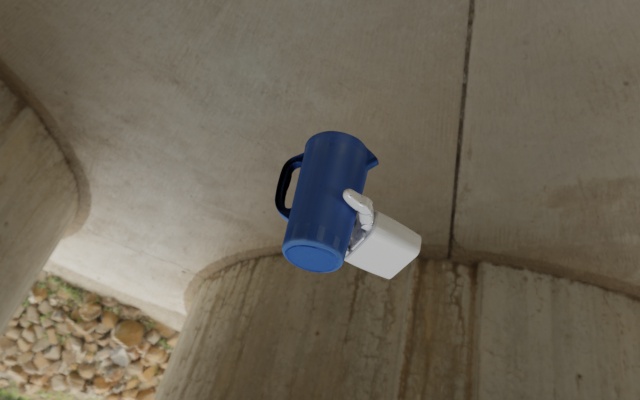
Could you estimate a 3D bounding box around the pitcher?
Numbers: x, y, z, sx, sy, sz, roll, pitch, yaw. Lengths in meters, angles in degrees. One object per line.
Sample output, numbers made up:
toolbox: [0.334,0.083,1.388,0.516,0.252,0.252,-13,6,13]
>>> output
pitcher: [0.000,0.003,0.871,0.145,0.242,0.149,28,-36,-18]
